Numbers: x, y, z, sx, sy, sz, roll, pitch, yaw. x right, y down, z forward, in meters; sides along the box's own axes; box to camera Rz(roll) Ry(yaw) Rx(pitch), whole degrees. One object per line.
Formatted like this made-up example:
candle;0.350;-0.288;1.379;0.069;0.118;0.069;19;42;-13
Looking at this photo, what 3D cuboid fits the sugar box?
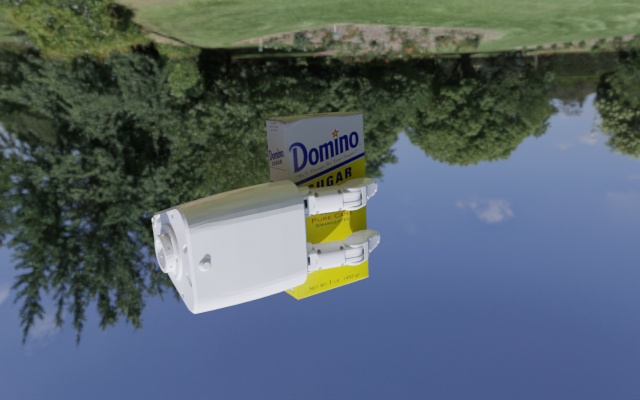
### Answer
sugar box;0.000;0.002;0.485;0.093;0.176;0.048;-13;19;-31
